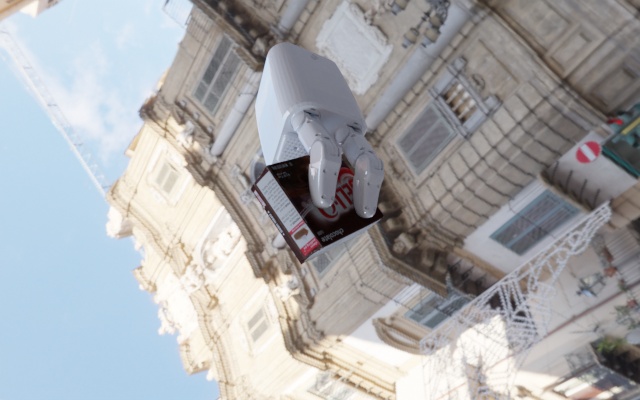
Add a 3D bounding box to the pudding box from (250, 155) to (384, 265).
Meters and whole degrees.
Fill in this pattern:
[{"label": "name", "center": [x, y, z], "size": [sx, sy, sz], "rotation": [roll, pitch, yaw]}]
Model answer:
[{"label": "pudding box", "center": [0.000, 0.002, 0.463], "size": [0.113, 0.090, 0.039], "rotation": [-22, -18, -50]}]
